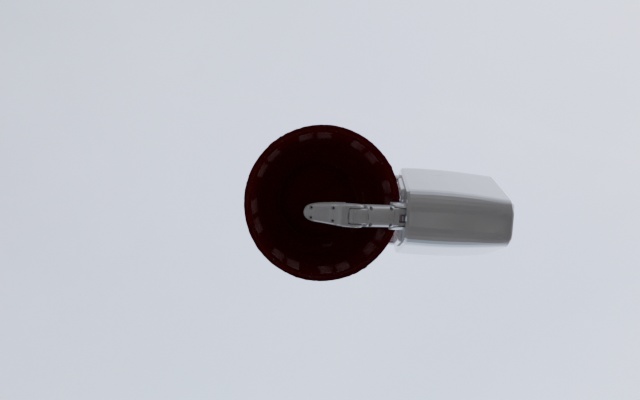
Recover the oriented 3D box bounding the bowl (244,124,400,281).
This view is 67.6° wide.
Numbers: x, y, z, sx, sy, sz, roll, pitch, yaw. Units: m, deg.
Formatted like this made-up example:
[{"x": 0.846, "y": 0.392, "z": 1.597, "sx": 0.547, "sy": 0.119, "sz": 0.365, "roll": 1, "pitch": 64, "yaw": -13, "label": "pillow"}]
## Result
[{"x": -0.001, "y": 0.001, "z": 0.514, "sx": 0.162, "sy": 0.162, "sz": 0.055, "roll": 0, "pitch": 5, "yaw": -6, "label": "bowl"}]
